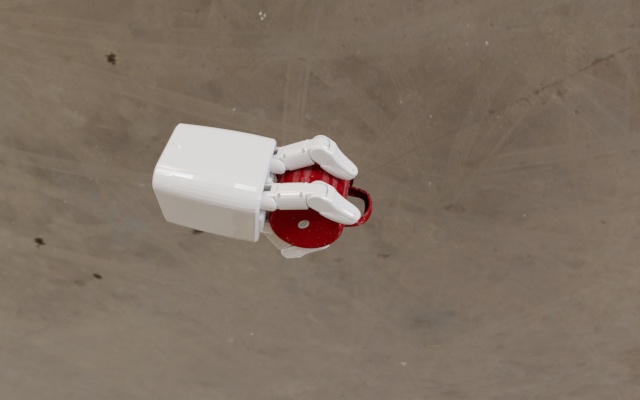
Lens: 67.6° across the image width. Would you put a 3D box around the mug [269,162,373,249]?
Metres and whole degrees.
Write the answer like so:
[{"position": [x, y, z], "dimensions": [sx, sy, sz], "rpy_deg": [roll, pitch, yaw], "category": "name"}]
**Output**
[{"position": [0.001, 0.002, 0.535], "dimensions": [0.117, 0.081, 0.093], "rpy_deg": [12, -43, -3], "category": "mug"}]
